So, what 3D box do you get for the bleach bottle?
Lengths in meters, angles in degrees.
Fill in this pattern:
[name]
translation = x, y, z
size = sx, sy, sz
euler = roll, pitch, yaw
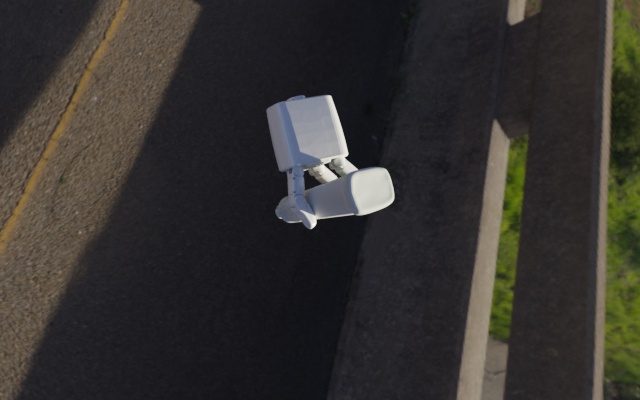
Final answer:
[bleach bottle]
translation = 0.000, 0.003, 0.814
size = 0.102, 0.068, 0.251
euler = -14, 0, -42
